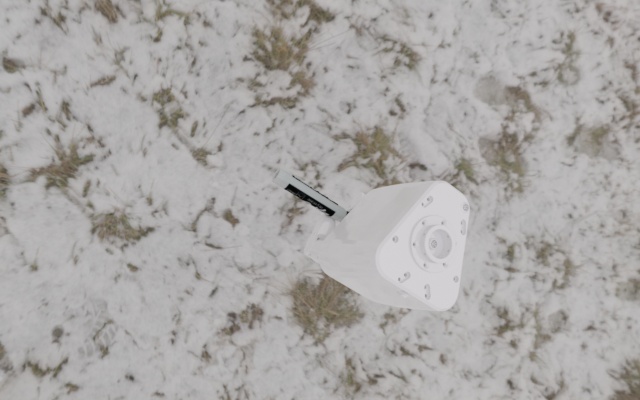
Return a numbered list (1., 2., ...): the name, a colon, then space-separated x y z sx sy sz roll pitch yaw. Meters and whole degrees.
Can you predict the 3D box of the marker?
1. marker: 0.000 0.002 0.539 0.121 0.020 0.020 32 -12 -19
